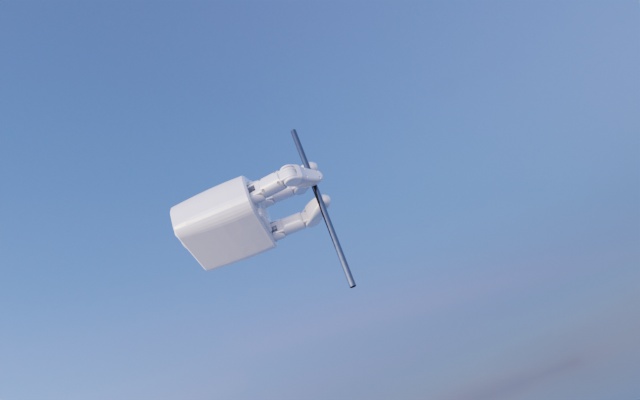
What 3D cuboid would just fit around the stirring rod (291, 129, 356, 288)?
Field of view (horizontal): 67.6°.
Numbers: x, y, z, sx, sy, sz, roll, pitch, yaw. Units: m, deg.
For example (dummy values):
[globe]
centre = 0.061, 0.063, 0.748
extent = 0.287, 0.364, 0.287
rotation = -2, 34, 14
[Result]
[stirring rod]
centre = 0.000, 0.002, 0.619
extent = 0.011, 0.239, 0.011
rotation = -17, -27, -9
